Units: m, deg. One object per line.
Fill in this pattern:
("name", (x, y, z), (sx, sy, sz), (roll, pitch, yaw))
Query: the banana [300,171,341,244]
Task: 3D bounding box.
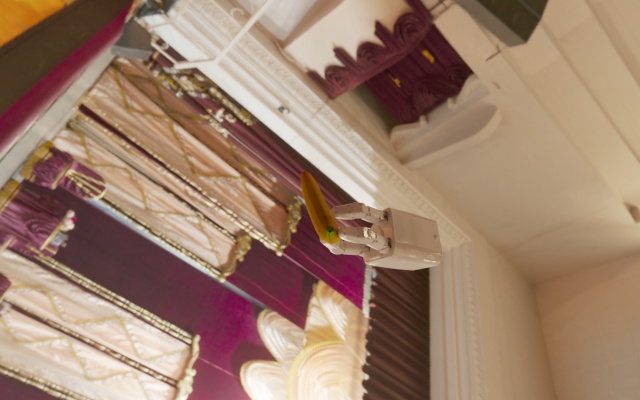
("banana", (0.002, 0.020, 0.850), (0.037, 0.070, 0.197), (-11, 34, -12))
